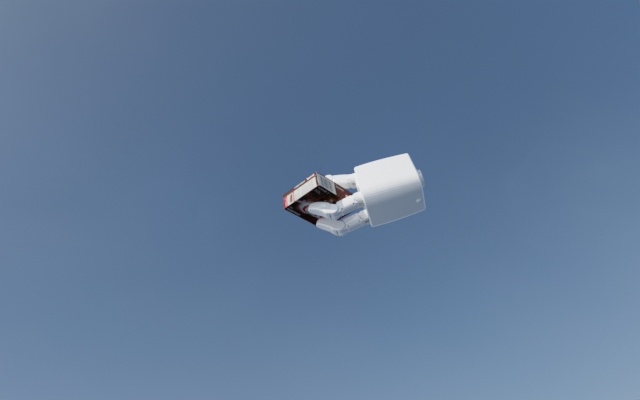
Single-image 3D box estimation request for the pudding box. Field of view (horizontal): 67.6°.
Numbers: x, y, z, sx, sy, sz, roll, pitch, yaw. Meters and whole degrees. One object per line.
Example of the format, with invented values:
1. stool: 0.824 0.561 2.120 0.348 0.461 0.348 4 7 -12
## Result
1. pudding box: 0.000 0.003 0.890 0.090 0.039 0.113 -34 -46 28
